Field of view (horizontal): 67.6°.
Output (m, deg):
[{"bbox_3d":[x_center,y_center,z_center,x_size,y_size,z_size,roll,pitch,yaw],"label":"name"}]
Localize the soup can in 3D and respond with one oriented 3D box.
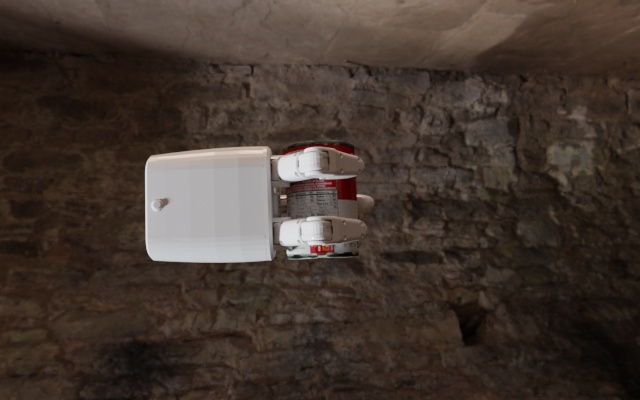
[{"bbox_3d":[0.001,0.002,0.439,0.068,0.102,0.068,-2,-5,0],"label":"soup can"}]
